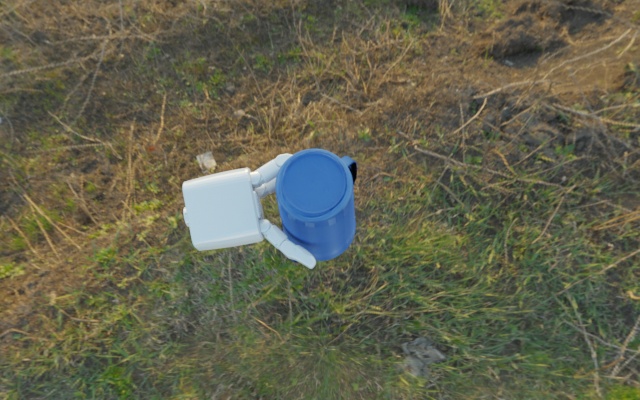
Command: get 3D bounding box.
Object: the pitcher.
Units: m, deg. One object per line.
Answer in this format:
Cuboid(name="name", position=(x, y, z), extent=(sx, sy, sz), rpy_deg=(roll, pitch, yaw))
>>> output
Cuboid(name="pitcher", position=(0.000, 0.003, 0.763), extent=(0.145, 0.149, 0.243), rpy_deg=(-8, -17, -1))
